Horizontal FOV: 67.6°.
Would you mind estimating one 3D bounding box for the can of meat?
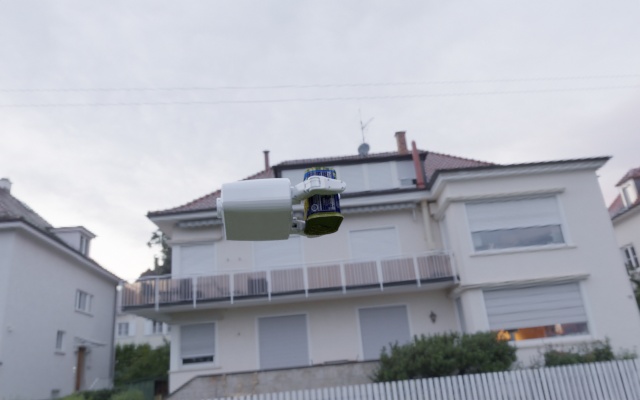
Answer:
[{"bbox_3d":[0.000,0.002,0.778,0.057,0.084,0.102,-3,-20,-7],"label":"can of meat"}]
